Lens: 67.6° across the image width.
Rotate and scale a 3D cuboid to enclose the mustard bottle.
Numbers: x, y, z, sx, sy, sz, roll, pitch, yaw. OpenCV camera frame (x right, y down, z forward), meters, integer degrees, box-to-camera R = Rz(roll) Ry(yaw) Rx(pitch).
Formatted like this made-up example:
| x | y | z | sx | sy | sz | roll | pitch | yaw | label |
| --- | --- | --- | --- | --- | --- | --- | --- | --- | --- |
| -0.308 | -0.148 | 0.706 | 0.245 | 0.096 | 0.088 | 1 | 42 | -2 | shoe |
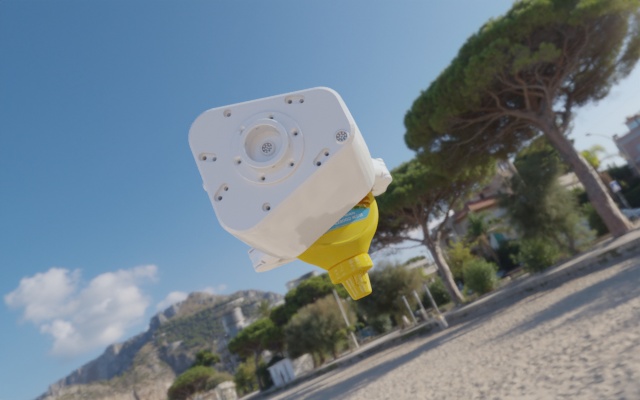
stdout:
| x | y | z | sx | sy | sz | roll | pitch | yaw | label |
| --- | --- | --- | --- | --- | --- | --- | --- | --- | --- |
| 0.000 | 0.001 | 0.452 | 0.096 | 0.191 | 0.058 | -19 | -17 | -19 | mustard bottle |
